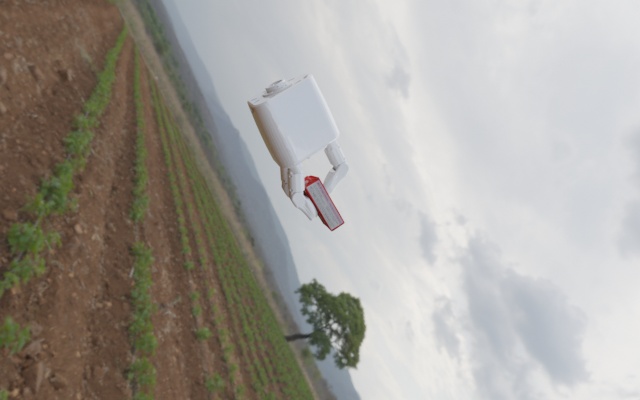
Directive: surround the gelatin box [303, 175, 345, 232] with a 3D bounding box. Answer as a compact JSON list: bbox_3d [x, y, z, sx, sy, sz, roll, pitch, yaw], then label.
[{"bbox_3d":[0.001,0.003,0.790,0.030,0.089,0.073,-32,11,-5],"label":"gelatin box"}]
